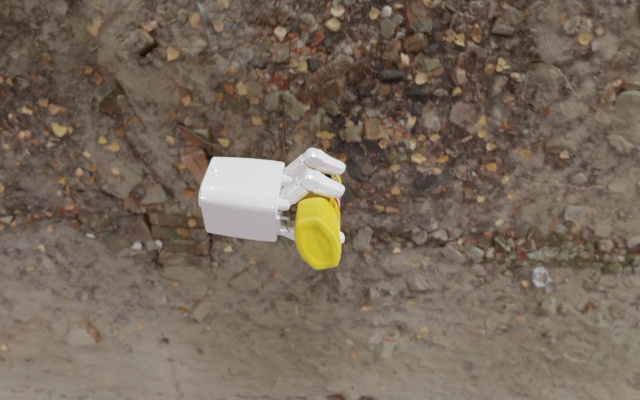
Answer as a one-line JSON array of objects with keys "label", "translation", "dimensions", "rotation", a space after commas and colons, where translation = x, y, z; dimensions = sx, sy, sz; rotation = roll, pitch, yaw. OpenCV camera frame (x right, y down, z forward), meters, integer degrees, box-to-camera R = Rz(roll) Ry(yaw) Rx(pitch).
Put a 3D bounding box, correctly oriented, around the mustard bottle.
[{"label": "mustard bottle", "translation": [0.000, 0.002, 0.698], "dimensions": [0.058, 0.096, 0.191], "rotation": [-13, 36, 13]}]
